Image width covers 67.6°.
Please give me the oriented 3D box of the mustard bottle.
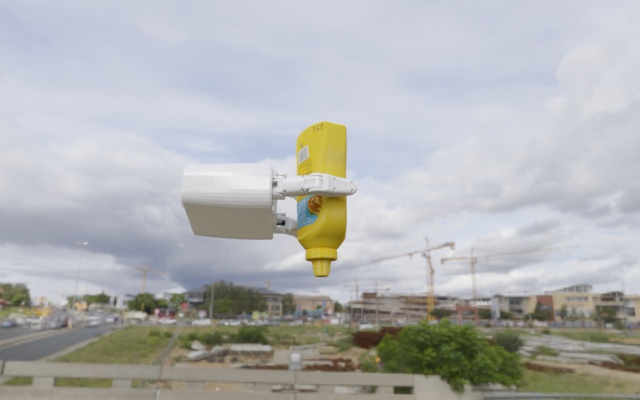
[{"bbox_3d":[0.000,0.002,0.616,0.058,0.191,0.096,7,-17,-25],"label":"mustard bottle"}]
